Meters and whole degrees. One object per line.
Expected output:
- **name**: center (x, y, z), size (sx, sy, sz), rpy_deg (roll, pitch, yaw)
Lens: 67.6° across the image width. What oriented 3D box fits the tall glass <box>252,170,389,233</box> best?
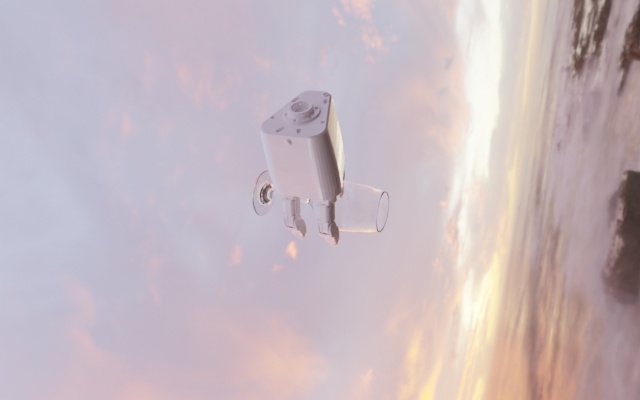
- **tall glass**: center (0.000, 0.002, 0.734), size (0.201, 0.079, 0.079), rpy_deg (9, 3, 22)
